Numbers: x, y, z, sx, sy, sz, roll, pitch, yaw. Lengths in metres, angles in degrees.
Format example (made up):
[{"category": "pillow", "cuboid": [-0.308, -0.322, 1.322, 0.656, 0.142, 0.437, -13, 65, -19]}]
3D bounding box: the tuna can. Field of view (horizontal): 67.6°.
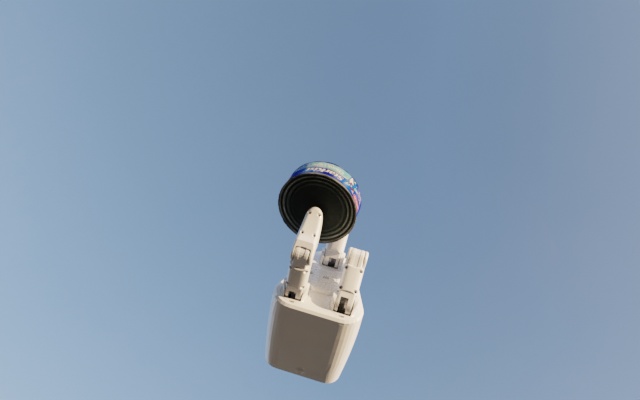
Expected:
[{"category": "tuna can", "cuboid": [0.000, 0.001, 0.513, 0.086, 0.086, 0.033, 0, 30, 18]}]
